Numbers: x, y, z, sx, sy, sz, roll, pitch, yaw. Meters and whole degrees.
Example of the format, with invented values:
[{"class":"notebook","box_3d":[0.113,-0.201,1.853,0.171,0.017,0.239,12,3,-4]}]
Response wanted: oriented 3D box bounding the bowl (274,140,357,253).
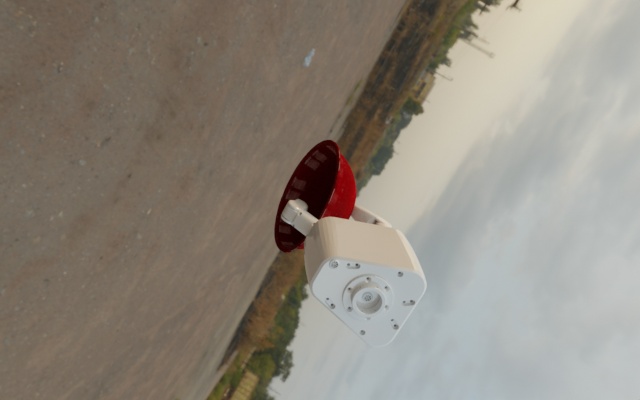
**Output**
[{"class":"bowl","box_3d":[0.000,0.001,0.646,0.055,0.162,0.162,24,-11,-24]}]
